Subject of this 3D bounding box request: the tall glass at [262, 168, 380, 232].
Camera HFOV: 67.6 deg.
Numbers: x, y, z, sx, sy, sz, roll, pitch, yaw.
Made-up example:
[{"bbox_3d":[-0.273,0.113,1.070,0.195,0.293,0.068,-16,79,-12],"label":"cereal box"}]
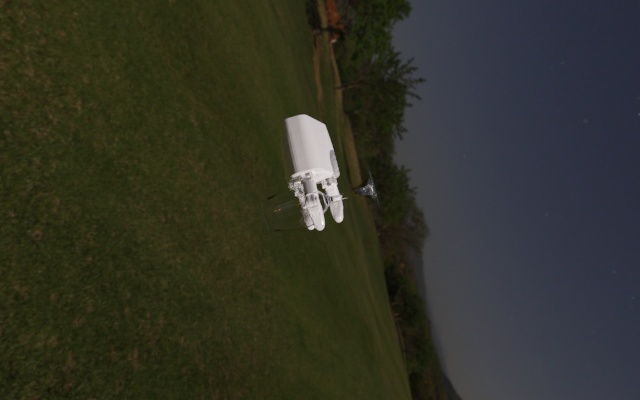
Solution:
[{"bbox_3d":[0.001,0.003,0.853,0.201,0.079,0.079,-15,-2,7],"label":"tall glass"}]
